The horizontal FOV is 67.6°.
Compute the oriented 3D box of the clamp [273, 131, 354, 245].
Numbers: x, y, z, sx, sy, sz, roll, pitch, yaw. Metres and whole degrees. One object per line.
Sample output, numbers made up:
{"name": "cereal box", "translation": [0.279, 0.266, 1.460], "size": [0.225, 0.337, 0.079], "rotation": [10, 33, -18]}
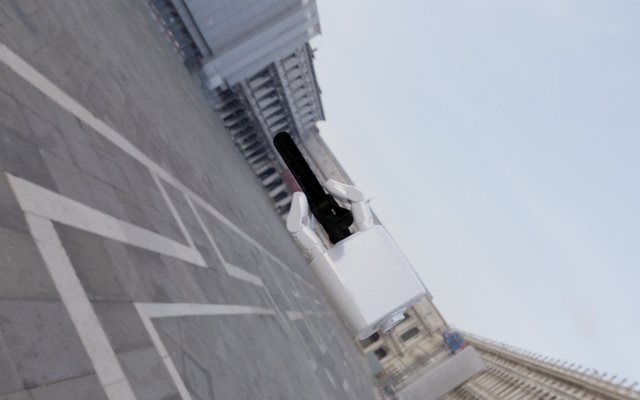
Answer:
{"name": "clamp", "translation": [0.001, 0.002, 0.669], "size": [0.036, 0.164, 0.210], "rotation": [-34, -22, -5]}
